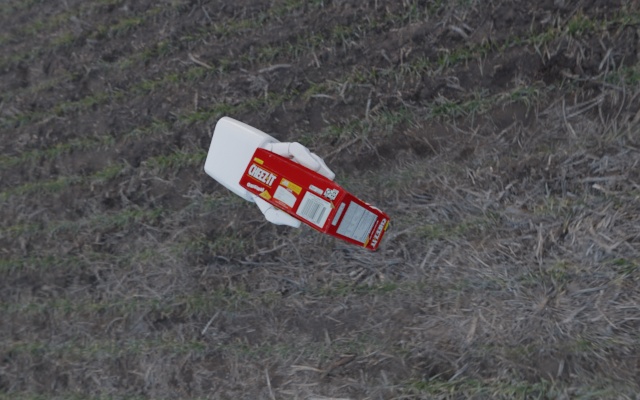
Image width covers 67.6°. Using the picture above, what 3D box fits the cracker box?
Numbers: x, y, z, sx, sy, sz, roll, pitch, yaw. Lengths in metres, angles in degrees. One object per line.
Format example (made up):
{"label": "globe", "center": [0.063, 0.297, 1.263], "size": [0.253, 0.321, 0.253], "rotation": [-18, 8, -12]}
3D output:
{"label": "cracker box", "center": [0.000, 0.003, 0.749], "size": [0.164, 0.072, 0.214], "rotation": [28, 1, 27]}
